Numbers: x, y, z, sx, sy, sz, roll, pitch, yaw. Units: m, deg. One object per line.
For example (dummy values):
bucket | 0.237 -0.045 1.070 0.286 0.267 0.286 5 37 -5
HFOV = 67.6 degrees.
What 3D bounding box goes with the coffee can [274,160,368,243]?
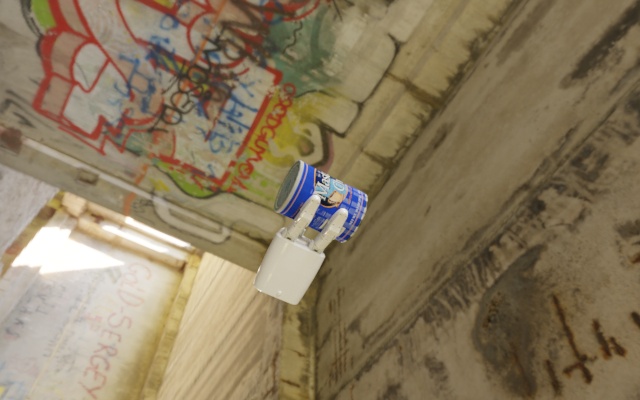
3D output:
coffee can | 0.000 0.003 0.871 0.140 0.103 0.103 26 -8 -16
